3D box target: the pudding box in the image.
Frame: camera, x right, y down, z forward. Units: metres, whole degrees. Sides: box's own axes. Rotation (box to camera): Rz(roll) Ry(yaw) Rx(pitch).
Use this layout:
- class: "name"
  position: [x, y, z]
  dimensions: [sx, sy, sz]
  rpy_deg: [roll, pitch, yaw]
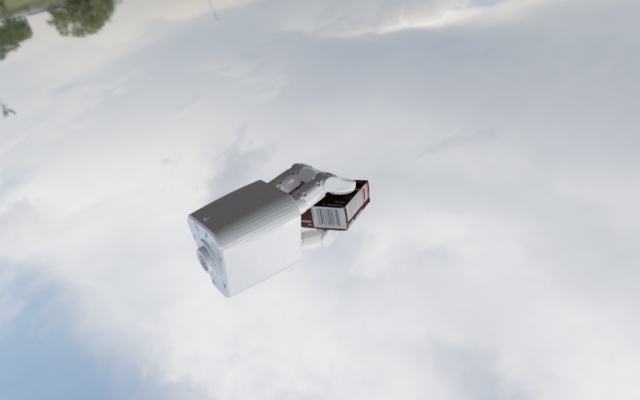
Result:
- class: "pudding box"
  position: [0.000, 0.002, 0.649]
  dimensions: [0.113, 0.039, 0.090]
  rpy_deg: [5, 28, 25]
